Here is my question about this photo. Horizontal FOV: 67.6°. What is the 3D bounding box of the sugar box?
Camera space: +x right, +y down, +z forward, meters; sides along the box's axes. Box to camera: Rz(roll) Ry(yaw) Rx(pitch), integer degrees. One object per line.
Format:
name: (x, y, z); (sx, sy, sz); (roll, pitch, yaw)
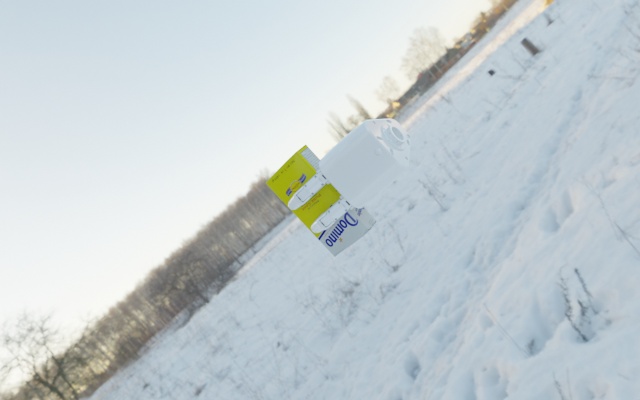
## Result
sugar box: (0.000, 0.003, 0.805); (0.093, 0.176, 0.048); (-42, 1, 35)
